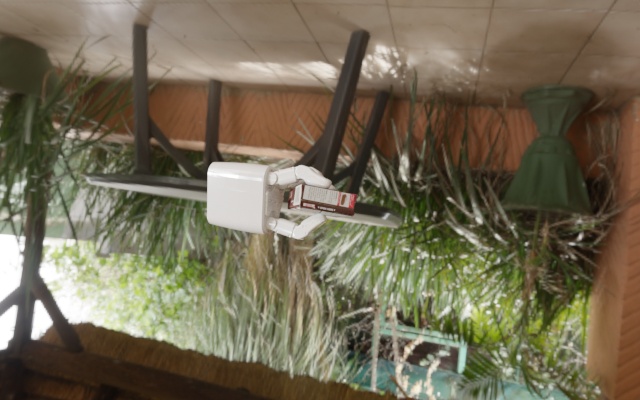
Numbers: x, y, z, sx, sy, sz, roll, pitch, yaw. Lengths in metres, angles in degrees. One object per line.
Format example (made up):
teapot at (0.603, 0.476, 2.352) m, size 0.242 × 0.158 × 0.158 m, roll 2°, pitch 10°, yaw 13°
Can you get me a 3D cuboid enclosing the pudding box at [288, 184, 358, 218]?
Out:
pudding box at (0.000, 0.003, 0.766) m, size 0.090 × 0.039 × 0.113 m, roll 10°, pitch -3°, yaw -12°
